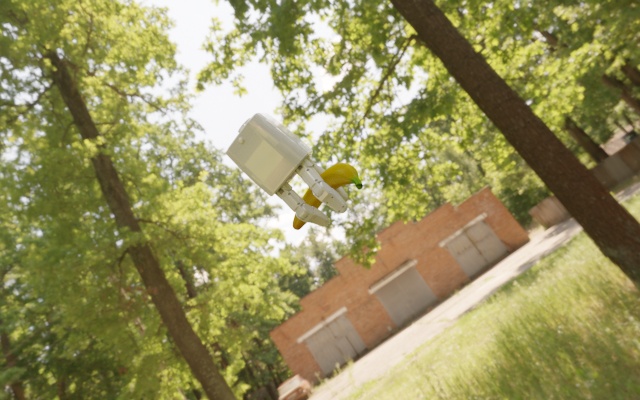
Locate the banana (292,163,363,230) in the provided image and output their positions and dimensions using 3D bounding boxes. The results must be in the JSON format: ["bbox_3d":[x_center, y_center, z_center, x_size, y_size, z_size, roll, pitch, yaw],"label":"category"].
[{"bbox_3d":[0.005,-0.014,0.805,0.037,0.069,0.198,27,-36,-20],"label":"banana"}]
